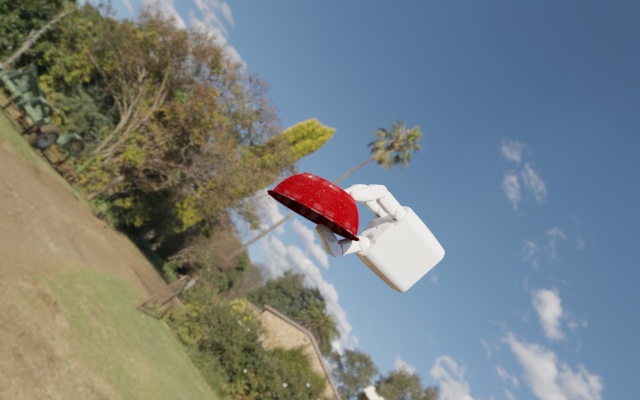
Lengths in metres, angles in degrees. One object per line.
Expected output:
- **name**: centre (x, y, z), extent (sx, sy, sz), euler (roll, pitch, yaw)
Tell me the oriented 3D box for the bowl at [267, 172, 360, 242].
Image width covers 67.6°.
- **bowl**: centre (-0.001, 0.001, 0.737), extent (0.162, 0.055, 0.162), euler (28, -8, 4)
